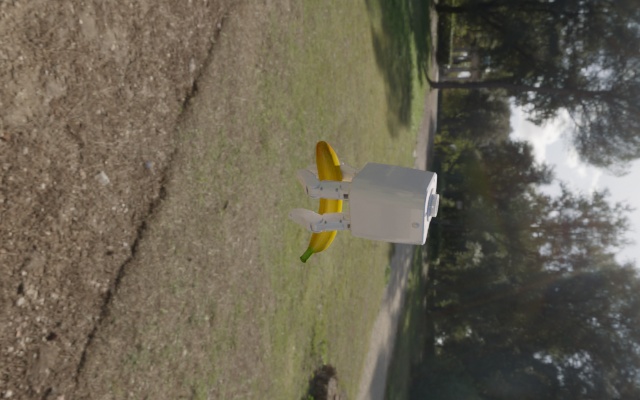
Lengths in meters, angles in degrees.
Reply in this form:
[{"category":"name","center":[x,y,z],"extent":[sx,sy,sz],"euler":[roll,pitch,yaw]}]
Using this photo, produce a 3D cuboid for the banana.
[{"category":"banana","center":[0.009,0.002,0.748],"extent":[0.037,0.198,0.069],"euler":[16,20,26]}]
